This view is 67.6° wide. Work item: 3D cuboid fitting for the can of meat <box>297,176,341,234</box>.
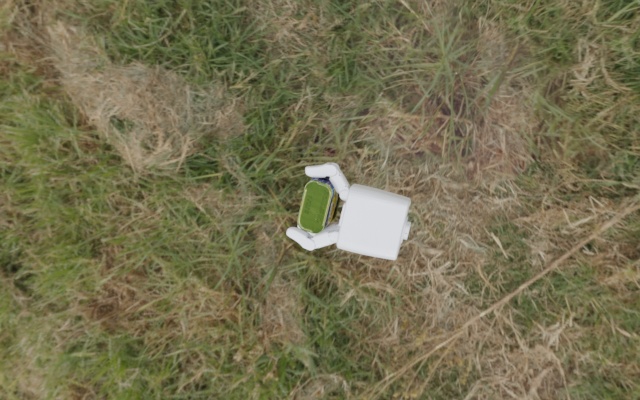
[{"bbox_3d":[0.000,0.003,0.877,0.057,0.102,0.084,17,18,11],"label":"can of meat"}]
